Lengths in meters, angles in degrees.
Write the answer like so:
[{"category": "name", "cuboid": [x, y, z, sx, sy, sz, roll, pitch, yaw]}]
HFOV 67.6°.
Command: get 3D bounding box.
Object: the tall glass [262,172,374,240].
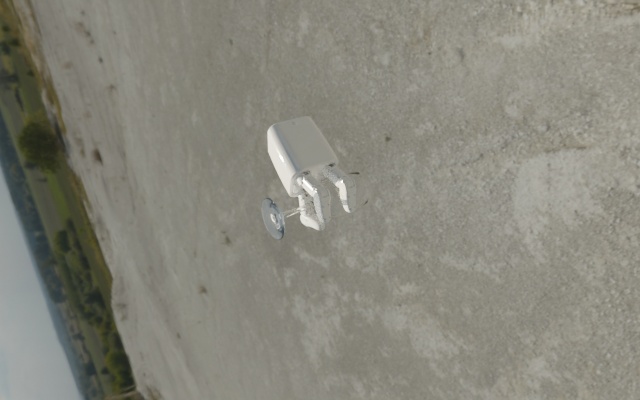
[{"category": "tall glass", "cuboid": [0.000, 0.003, 0.854, 0.201, 0.079, 0.079, -19, 10, -30]}]
